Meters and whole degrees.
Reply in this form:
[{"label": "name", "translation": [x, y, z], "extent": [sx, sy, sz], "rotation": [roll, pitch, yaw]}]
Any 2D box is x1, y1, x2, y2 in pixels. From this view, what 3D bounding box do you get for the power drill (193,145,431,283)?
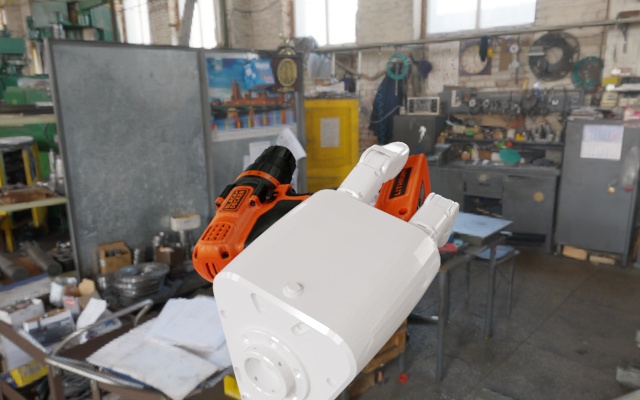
[{"label": "power drill", "translation": [0.000, 0.001, 0.428], "extent": [0.187, 0.057, 0.184], "rotation": [-4, 37, 21]}]
